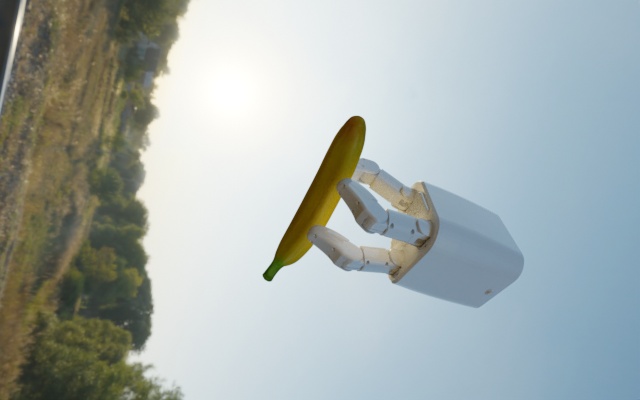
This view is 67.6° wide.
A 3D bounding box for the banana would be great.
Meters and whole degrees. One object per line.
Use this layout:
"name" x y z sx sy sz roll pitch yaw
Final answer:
"banana" 0.001 -0.001 0.497 0.037 0.198 0.069 28 20 -1
